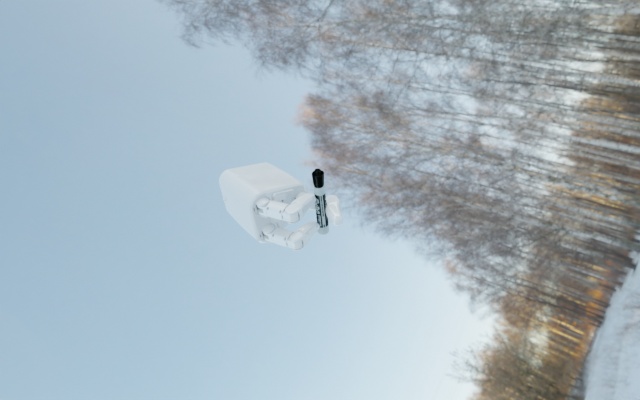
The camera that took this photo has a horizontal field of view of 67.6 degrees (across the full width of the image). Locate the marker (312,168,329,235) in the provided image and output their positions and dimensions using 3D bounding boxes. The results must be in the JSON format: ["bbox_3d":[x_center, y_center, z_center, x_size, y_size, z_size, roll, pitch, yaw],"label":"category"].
[{"bbox_3d":[0.000,0.002,0.745,0.020,0.121,0.020,-4,37,3],"label":"marker"}]
